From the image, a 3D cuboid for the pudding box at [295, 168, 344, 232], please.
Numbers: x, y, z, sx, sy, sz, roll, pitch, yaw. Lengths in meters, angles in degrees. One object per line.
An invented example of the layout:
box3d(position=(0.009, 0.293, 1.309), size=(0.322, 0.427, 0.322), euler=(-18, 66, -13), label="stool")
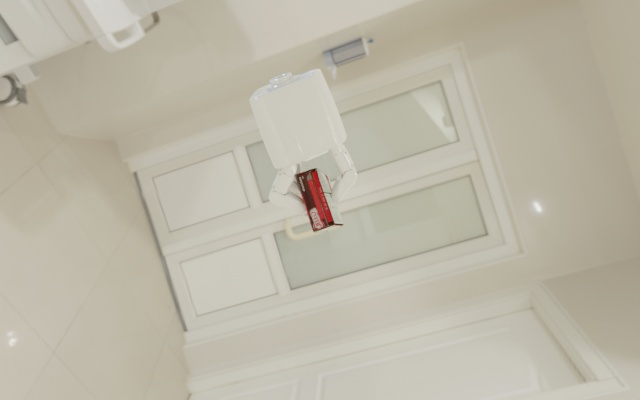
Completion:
box3d(position=(0.000, 0.002, 0.739), size=(0.039, 0.090, 0.113), euler=(-18, -6, 10), label="pudding box")
